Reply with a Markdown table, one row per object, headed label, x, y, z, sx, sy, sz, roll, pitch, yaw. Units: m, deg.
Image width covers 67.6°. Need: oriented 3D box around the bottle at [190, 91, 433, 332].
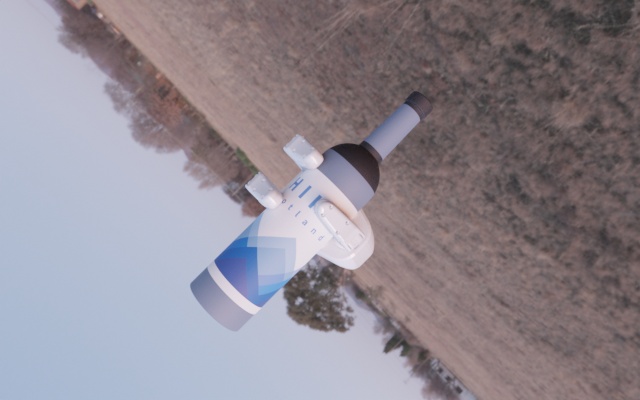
| label | x | y | z | sx | sy | sz | roll | pitch | yaw |
| --- | --- | --- | --- | --- | --- | --- | --- | --- | --- |
| bottle | 0.000 | 0.002 | 0.478 | 0.295 | 0.069 | 0.069 | -45 | -3 | -3 |
